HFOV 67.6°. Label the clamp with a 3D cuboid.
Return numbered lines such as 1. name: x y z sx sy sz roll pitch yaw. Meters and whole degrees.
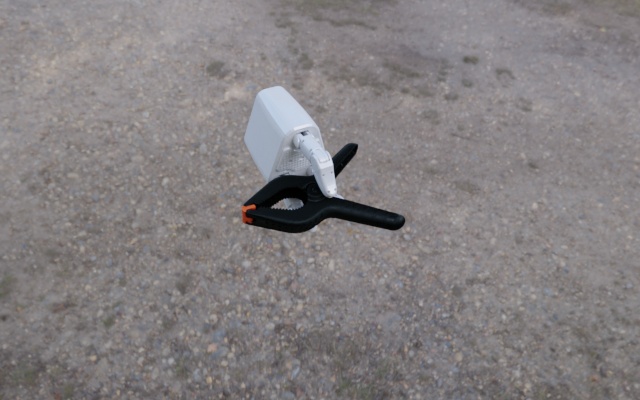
1. clamp: 0.000 0.002 0.646 0.210 0.164 0.036 -19 -37 -22
